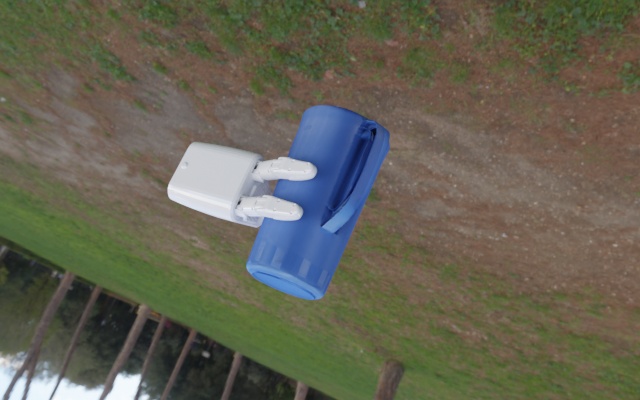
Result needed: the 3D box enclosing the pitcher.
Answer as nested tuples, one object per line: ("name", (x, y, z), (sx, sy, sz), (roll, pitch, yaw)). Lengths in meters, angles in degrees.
("pitcher", (0.000, 0.002, 0.638), (0.145, 0.242, 0.149), (16, -20, 17))
